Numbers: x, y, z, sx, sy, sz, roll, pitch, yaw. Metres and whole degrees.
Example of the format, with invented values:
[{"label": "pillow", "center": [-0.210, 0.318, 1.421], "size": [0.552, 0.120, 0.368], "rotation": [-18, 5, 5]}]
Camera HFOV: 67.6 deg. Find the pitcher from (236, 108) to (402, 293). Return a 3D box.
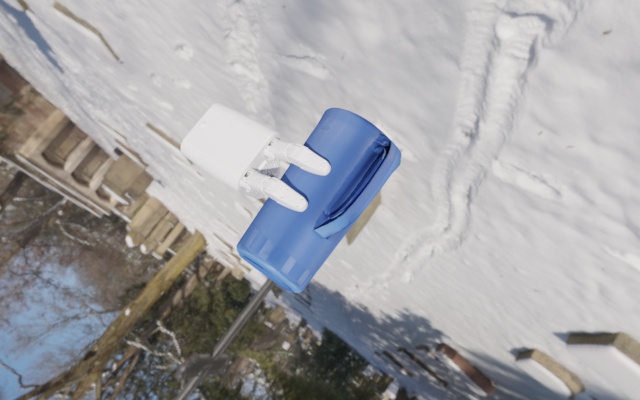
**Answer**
[{"label": "pitcher", "center": [0.000, 0.002, 0.654], "size": [0.145, 0.242, 0.149], "rotation": [31, -14, 16]}]
